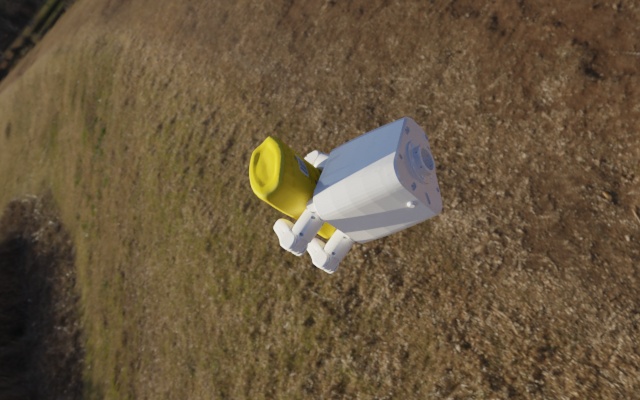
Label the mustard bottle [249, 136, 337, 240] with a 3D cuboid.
[{"bbox_3d":[0.000,0.002,0.597,0.192,0.058,0.096,34,23,-37],"label":"mustard bottle"}]
